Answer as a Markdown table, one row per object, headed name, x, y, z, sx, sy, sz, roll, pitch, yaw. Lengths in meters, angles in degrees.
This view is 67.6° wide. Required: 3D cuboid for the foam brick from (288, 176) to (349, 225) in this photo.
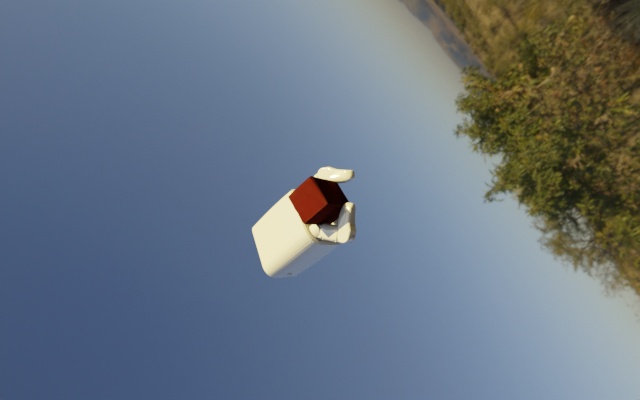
| name | x | y | z | sx | sy | sz | roll | pitch | yaw |
| --- | --- | --- | --- | --- | --- | --- | --- | --- | --- |
| foam brick | 0.000 | 0.002 | 0.720 | 0.051 | 0.053 | 0.078 | -39 | -23 | 22 |
